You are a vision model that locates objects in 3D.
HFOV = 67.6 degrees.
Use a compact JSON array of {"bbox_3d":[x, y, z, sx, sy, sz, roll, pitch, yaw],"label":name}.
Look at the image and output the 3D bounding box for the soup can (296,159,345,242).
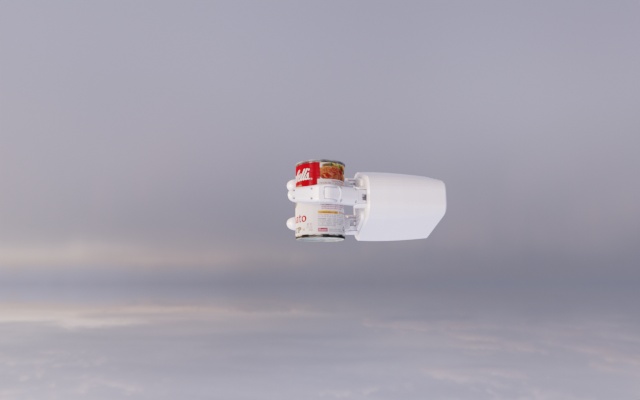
[{"bbox_3d":[0.000,0.002,0.642,0.068,0.102,0.068,0,-10,0],"label":"soup can"}]
